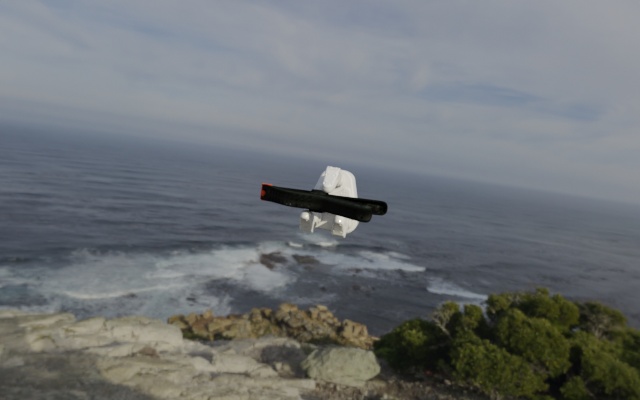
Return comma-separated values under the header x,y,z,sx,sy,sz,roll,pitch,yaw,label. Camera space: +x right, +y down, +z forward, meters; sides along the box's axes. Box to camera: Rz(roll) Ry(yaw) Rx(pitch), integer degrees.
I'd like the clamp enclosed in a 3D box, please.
x,y,z,sx,sy,sz,roll,pitch,yaw,label
0.000,0.002,0.759,0.210,0.036,0.164,9,4,9,clamp
